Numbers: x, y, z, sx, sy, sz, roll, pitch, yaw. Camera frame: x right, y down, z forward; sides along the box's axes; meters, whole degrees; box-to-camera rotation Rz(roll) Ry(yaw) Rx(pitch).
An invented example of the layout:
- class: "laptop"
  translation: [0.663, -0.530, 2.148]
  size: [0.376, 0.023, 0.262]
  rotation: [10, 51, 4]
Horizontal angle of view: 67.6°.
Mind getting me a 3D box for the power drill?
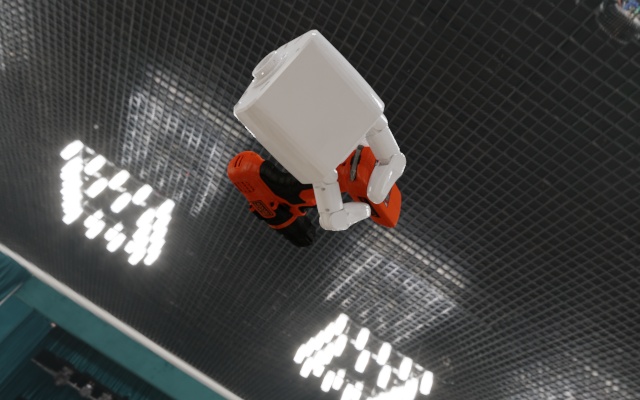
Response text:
- class: "power drill"
  translation: [0.000, 0.002, 0.598]
  size: [0.187, 0.057, 0.184]
  rotation: [-6, -37, 29]
